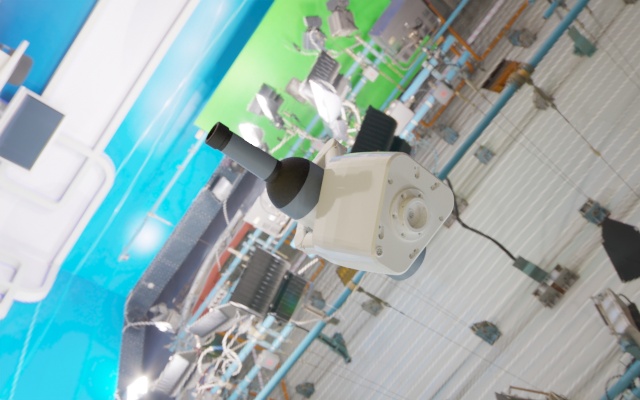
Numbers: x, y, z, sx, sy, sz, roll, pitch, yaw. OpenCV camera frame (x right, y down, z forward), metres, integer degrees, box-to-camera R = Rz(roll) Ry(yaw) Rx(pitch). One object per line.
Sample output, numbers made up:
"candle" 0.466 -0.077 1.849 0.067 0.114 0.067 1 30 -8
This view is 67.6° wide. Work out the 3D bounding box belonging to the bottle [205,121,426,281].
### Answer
"bottle" 0.000 0.002 0.551 0.296 0.069 0.069 33 -16 -26
